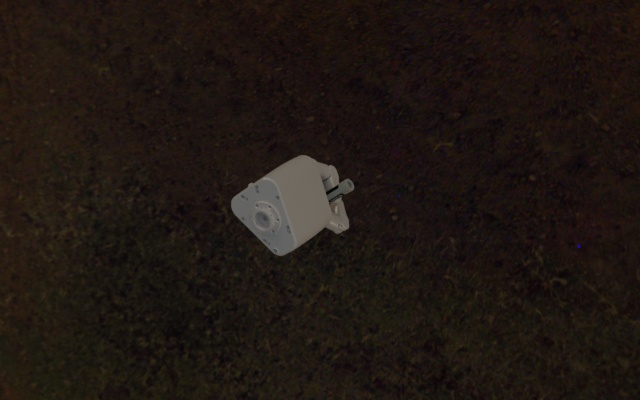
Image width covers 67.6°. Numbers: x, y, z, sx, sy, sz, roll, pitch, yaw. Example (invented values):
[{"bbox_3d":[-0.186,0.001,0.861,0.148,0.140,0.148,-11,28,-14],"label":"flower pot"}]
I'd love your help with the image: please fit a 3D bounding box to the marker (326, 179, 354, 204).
[{"bbox_3d":[0.000,0.002,0.728,0.121,0.020,0.020,-31,-18,34],"label":"marker"}]
